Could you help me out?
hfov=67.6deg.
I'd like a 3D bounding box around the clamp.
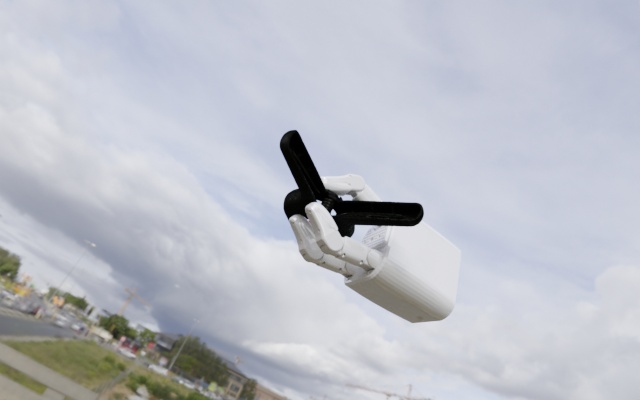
[{"bbox_3d":[0.000,0.001,0.557,0.164,0.036,0.210,34,-27,-11],"label":"clamp"}]
